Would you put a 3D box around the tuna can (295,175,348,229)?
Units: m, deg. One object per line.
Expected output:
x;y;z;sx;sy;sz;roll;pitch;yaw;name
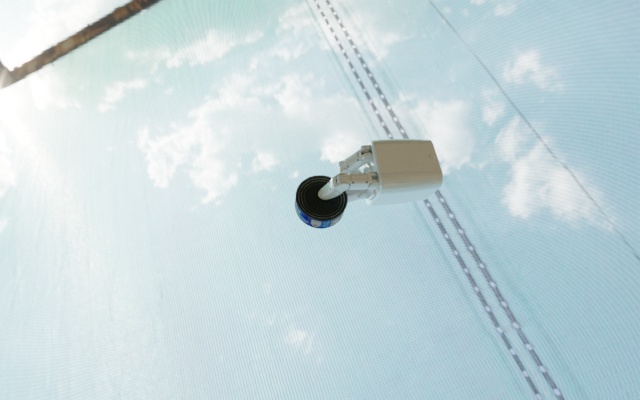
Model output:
0.000;0.003;0.789;0.086;0.086;0.034;0;-30;-9;tuna can
